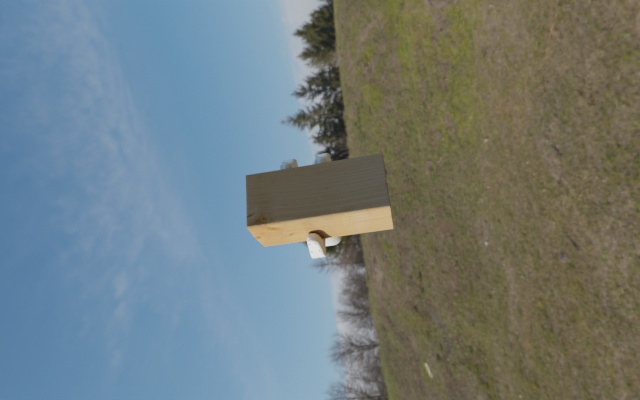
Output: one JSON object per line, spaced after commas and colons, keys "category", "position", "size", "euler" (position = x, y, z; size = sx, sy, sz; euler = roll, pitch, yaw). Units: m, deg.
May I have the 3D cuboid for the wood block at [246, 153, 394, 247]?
{"category": "wood block", "position": [0.000, 0.003, 0.722], "size": [0.206, 0.090, 0.090], "euler": [-9, -25, 8]}
